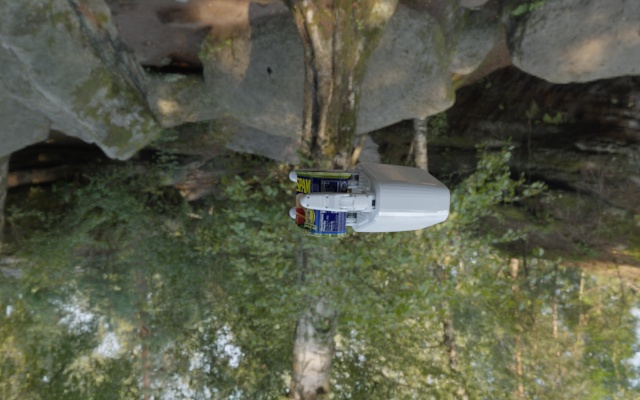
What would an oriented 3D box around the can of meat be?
[{"bbox_3d":[0.000,0.002,0.649,0.057,0.084,0.102,1,5,-18],"label":"can of meat"}]
